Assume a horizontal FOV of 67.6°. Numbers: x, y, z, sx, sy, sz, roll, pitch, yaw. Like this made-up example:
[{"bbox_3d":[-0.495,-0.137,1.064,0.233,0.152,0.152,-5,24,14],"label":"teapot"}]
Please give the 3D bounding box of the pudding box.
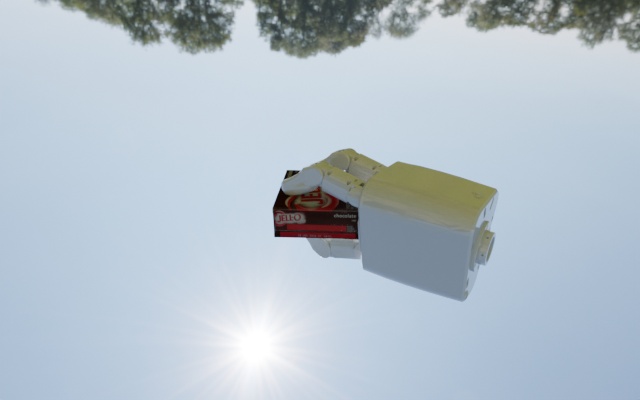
[{"bbox_3d":[0.000,0.002,0.521,0.090,0.039,0.113,2,22,3],"label":"pudding box"}]
